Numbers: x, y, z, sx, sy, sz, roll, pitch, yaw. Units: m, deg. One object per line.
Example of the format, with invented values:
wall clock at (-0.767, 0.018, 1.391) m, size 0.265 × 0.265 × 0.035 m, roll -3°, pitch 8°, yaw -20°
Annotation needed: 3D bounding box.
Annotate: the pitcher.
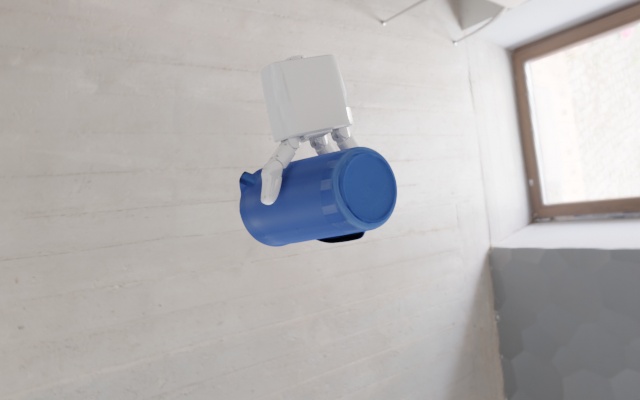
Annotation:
pitcher at (0.000, 0.002, 0.698) m, size 0.149 × 0.145 × 0.243 m, roll -12°, pitch 1°, yaw -36°
